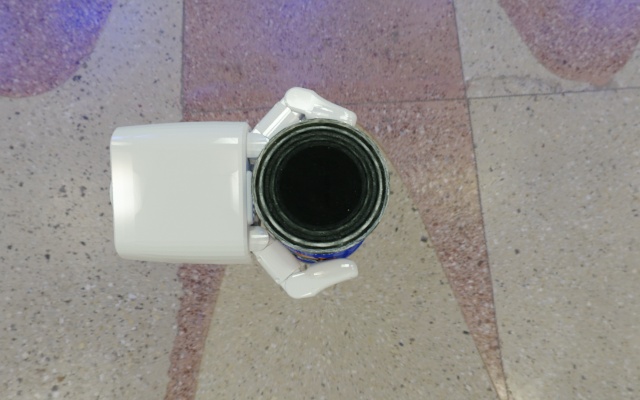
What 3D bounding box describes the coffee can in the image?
[{"bbox_3d":[0.000,0.001,0.416,0.103,0.102,0.140,0,-11,0],"label":"coffee can"}]
